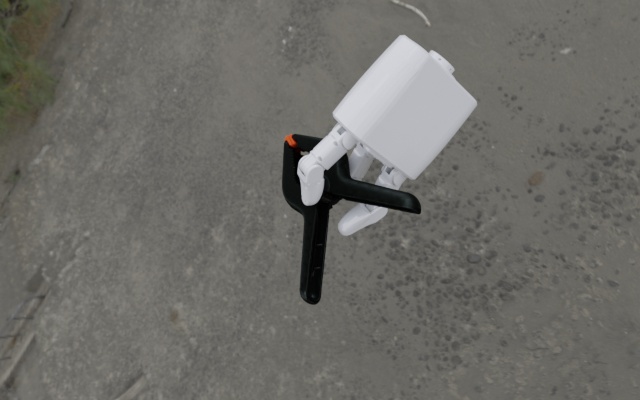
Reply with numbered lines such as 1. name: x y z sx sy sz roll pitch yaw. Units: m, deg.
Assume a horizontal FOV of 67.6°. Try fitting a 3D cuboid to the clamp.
1. clamp: -0.001 0.001 0.549 0.036 0.164 0.210 26 20 -47
